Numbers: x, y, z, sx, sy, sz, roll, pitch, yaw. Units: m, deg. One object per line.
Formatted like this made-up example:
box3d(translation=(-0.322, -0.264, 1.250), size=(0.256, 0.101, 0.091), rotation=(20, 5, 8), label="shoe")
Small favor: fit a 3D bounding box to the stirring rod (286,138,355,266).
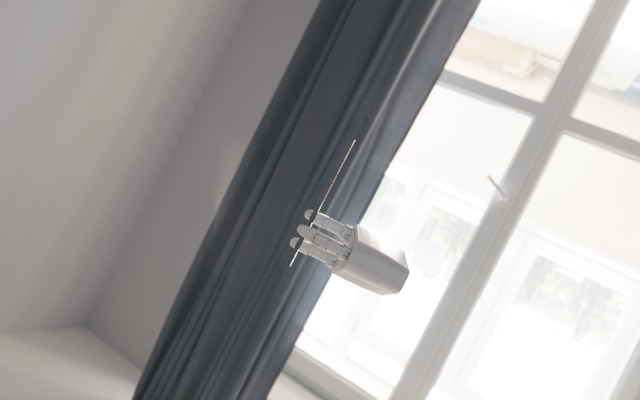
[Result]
box3d(translation=(0.000, 0.003, 0.810), size=(0.011, 0.239, 0.011), rotation=(27, 0, 0), label="stirring rod")
